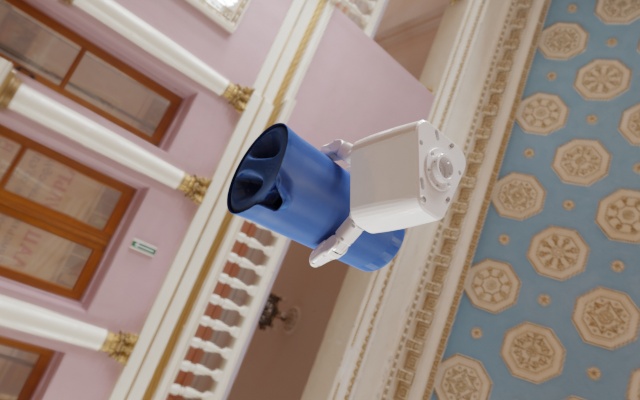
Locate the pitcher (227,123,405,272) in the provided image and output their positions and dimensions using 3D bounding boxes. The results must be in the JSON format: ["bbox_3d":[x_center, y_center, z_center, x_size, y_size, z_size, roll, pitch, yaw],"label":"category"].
[{"bbox_3d":[0.000,0.002,0.677,0.243,0.149,0.145,31,-29,-30],"label":"pitcher"}]
